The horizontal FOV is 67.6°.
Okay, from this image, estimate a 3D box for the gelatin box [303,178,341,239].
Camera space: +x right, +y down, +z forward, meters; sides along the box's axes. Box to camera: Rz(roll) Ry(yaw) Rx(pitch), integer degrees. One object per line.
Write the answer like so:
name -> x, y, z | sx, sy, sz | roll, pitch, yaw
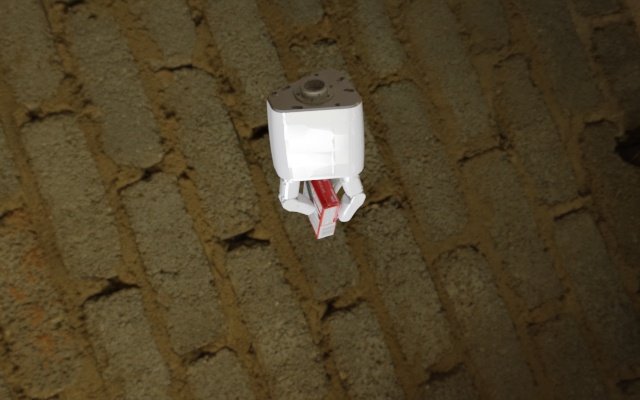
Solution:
gelatin box -> 0.000, 0.003, 0.704 | 0.030, 0.073, 0.089 | -14, -31, -16
